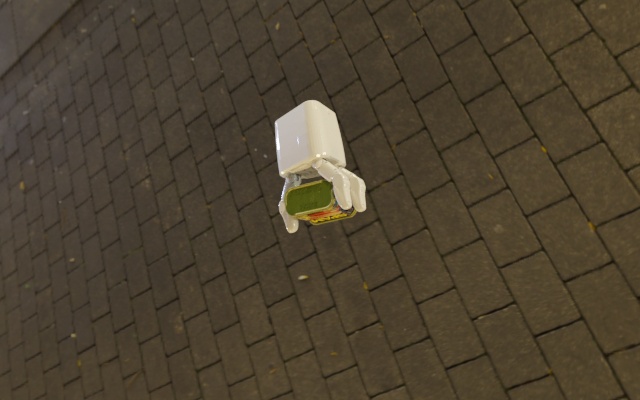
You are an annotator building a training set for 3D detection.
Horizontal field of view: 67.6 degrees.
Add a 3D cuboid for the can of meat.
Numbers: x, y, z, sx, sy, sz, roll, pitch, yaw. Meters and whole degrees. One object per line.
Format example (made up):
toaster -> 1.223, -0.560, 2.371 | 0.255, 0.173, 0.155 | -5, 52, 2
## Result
can of meat -> 0.000, 0.003, 0.823 | 0.102, 0.057, 0.084 | -13, -16, 27
